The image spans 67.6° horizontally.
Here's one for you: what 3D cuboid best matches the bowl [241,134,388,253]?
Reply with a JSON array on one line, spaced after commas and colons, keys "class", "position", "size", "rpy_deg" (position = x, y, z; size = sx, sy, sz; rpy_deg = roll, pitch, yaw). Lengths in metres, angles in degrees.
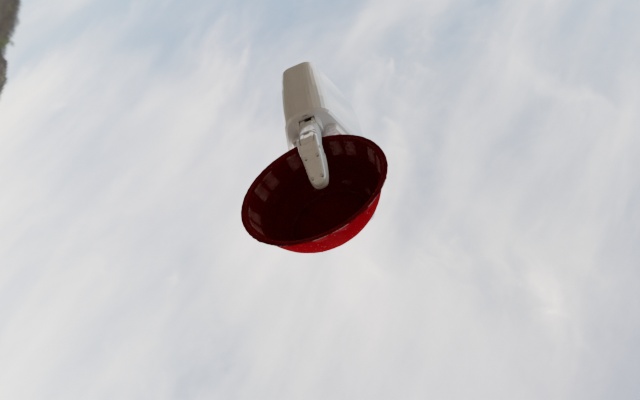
[{"class": "bowl", "position": [0.000, 0.003, 0.503], "size": [0.162, 0.055, 0.162], "rpy_deg": [-17, 39, 14]}]
